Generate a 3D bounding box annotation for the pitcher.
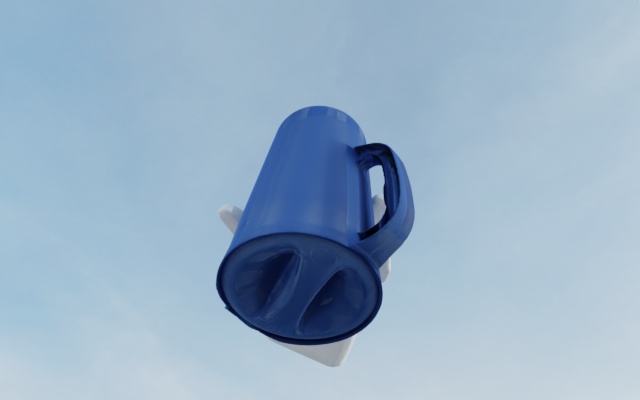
[{"bbox_3d":[0.000,0.002,0.465,0.149,0.145,0.242,7,38,0],"label":"pitcher"}]
